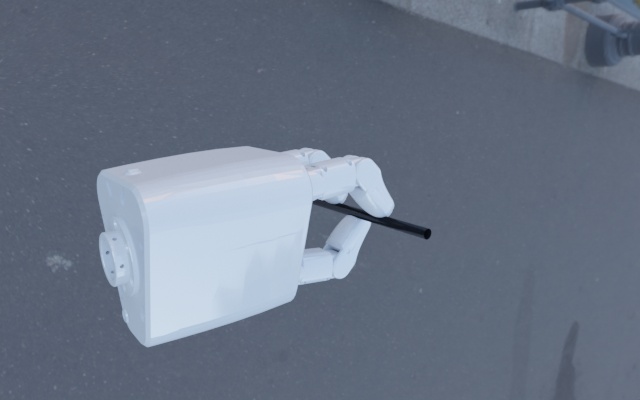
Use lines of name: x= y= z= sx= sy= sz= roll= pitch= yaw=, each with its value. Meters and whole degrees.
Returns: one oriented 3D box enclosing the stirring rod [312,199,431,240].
stirring rod: x=0.000 y=0.001 z=0.425 sx=0.011 sy=0.011 sz=0.239 roll=0 pitch=11 yaw=-39
